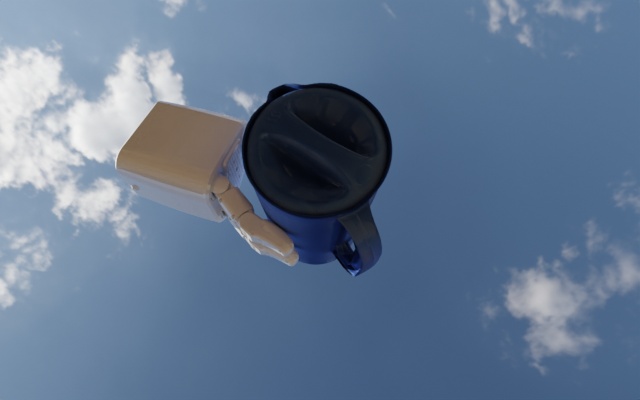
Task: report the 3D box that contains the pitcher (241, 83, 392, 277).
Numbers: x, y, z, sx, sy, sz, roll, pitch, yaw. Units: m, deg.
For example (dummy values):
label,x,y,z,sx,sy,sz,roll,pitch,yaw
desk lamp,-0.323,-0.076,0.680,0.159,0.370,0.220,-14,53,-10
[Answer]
label,x,y,z,sx,sy,sz,roll,pitch,yaw
pitcher,0.000,0.002,0.522,0.145,0.149,0.243,14,-20,5
